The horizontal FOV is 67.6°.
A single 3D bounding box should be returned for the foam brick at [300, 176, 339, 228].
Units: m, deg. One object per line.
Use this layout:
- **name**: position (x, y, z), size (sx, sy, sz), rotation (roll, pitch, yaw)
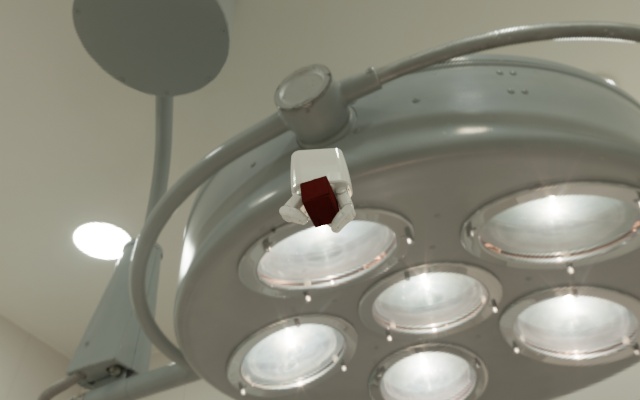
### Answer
- **foam brick**: position (0.000, 0.003, 0.878), size (0.053, 0.051, 0.078), rotation (-16, -44, 8)
